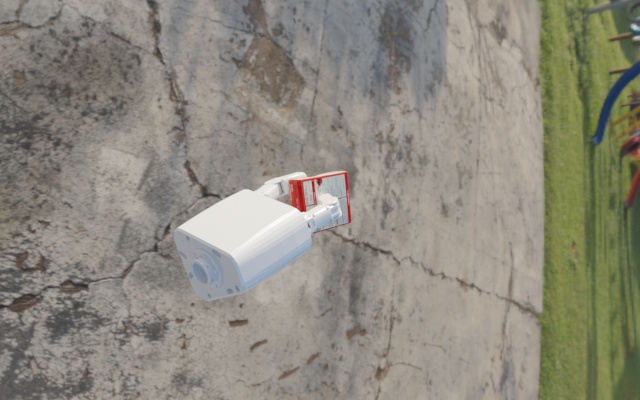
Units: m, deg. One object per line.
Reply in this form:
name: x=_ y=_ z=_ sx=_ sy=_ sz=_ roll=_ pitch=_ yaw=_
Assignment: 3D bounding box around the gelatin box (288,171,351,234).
gelatin box: x=0.001 y=0.002 z=0.643 sx=0.089 sy=0.073 sz=0.030 roll=-13 pitch=11 yaw=-42
